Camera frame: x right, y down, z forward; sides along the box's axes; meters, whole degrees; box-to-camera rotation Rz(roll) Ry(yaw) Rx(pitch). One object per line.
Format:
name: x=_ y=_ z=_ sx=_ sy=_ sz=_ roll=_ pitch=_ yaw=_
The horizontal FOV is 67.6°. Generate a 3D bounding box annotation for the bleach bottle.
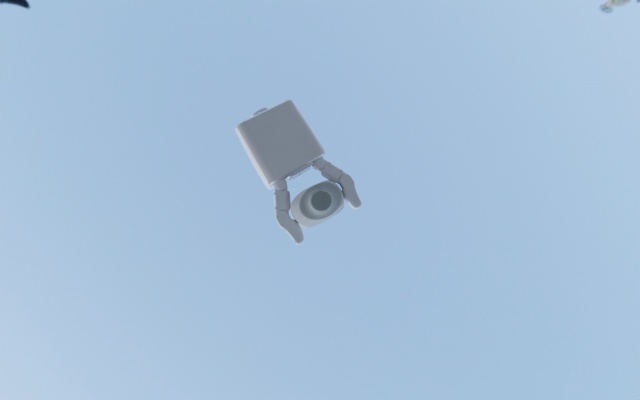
bleach bottle: x=0.000 y=0.003 z=0.771 sx=0.102 sy=0.068 sz=0.251 roll=-30 pitch=-1 yaw=-5
